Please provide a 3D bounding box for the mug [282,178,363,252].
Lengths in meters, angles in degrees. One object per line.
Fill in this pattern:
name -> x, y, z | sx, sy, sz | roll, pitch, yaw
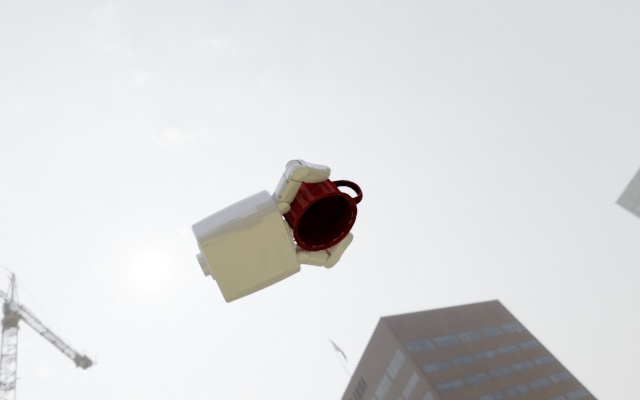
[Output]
mug -> 0.001, 0.001, 0.640 | 0.117, 0.093, 0.081 | -24, 42, -15
